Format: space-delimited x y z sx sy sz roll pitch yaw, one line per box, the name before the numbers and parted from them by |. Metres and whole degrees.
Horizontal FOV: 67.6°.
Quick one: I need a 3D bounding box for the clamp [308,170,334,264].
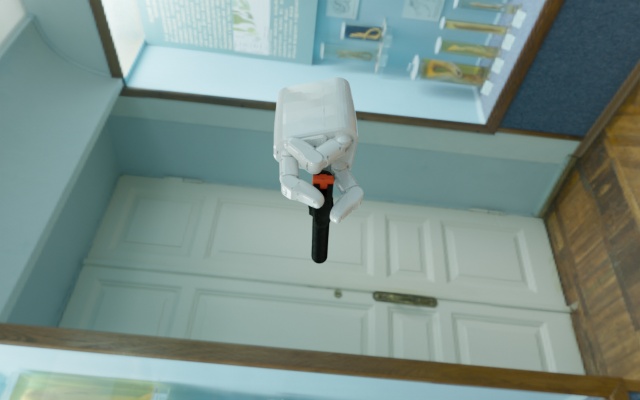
clamp | 0.000 0.002 0.688 0.039 0.120 0.172 -3 -35 -8
